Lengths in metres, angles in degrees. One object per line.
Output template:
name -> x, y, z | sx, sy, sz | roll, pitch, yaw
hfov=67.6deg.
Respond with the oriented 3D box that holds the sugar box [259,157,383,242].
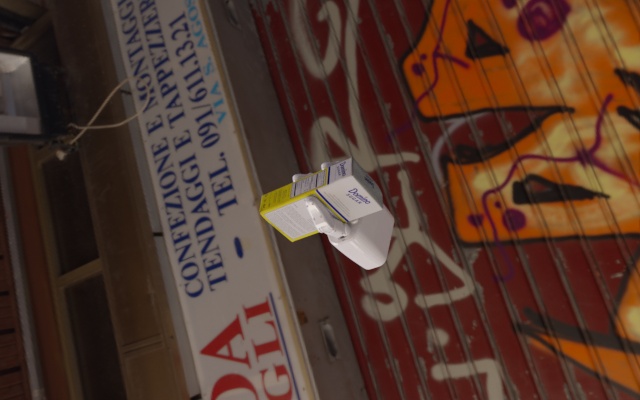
sugar box -> 0.000, 0.002, 0.753 | 0.176, 0.048, 0.093 | -23, -46, 26
